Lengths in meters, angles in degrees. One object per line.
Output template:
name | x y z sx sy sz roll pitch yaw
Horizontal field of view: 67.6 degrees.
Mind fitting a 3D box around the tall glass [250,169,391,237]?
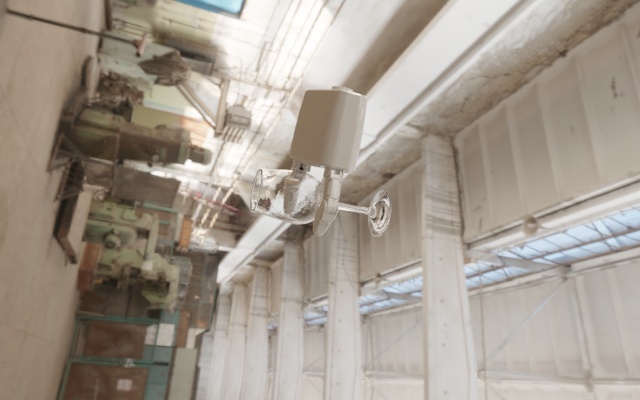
tall glass | 0.001 0.003 0.714 0.201 0.079 0.079 10 -3 -19
